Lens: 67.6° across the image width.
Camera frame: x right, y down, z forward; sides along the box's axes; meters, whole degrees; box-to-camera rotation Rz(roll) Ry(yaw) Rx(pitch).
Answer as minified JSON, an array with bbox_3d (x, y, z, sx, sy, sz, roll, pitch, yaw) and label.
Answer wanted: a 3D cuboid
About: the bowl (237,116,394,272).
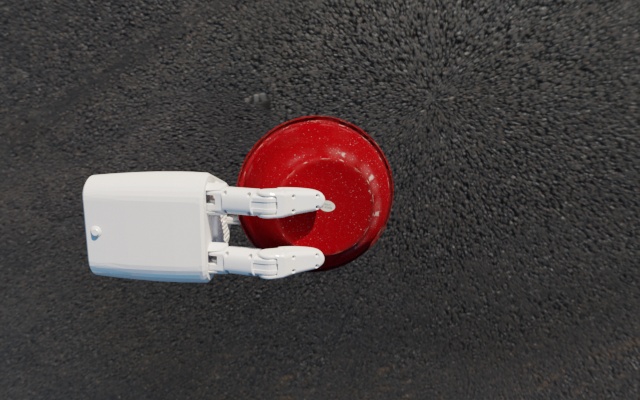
[{"bbox_3d":[0.001,0.001,0.459,0.162,0.162,0.055,0,12,-10],"label":"bowl"}]
